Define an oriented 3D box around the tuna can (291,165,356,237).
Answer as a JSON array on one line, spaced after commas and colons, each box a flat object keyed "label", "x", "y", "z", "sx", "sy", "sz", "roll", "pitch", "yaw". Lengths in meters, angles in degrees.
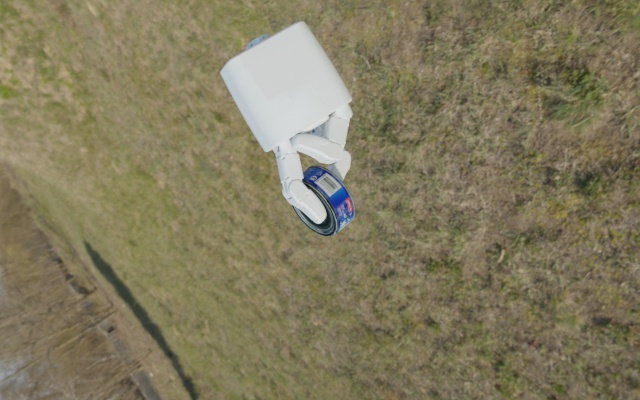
[{"label": "tuna can", "x": 0.000, "y": 0.002, "z": 0.587, "sx": 0.033, "sy": 0.086, "sz": 0.086, "roll": -39, "pitch": 22, "yaw": -30}]
